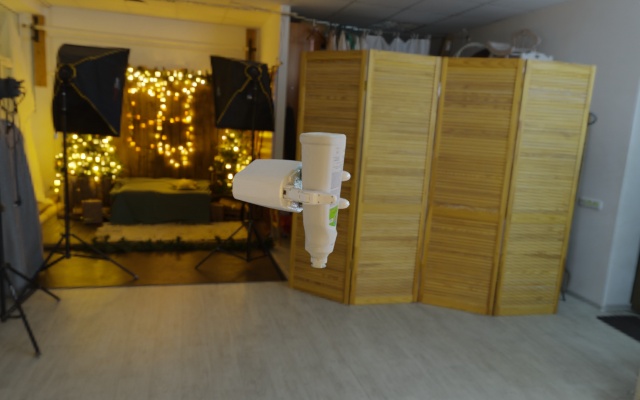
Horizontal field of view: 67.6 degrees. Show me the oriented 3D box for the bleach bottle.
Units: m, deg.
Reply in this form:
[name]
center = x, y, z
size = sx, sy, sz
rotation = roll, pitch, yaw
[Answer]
[bleach bottle]
center = 0.000, 0.003, 0.882
size = 0.068, 0.251, 0.102
rotation = 8, 11, 22
